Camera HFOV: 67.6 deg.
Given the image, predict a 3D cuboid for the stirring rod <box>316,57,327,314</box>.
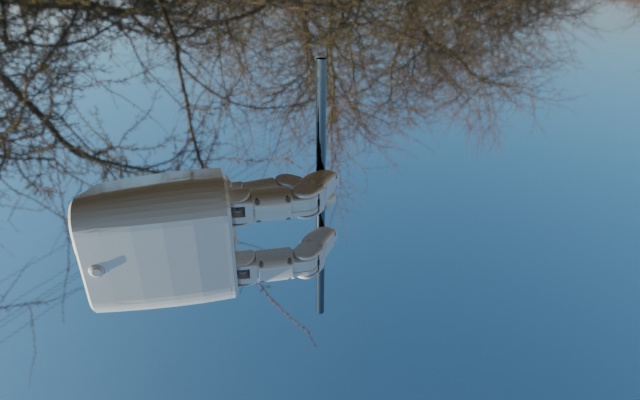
[{"bbox_3d":[0.000,0.001,0.410,0.011,0.240,0.011,0,28,0],"label":"stirring rod"}]
